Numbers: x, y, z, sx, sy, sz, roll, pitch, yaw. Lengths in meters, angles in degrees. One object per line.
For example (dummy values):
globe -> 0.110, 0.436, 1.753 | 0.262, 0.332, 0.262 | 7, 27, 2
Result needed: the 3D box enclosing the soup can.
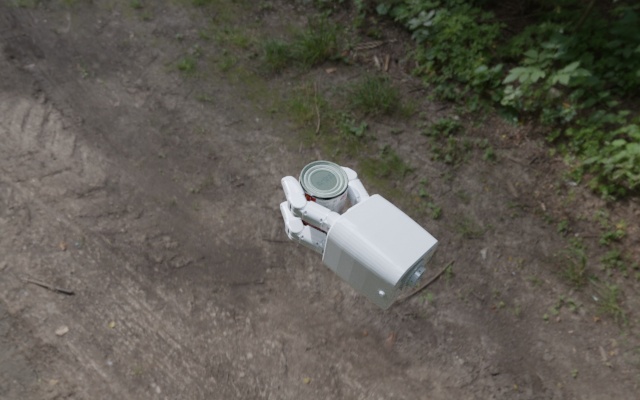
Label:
soup can -> 0.000, 0.002, 0.672 | 0.068, 0.068, 0.102 | 0, -38, -7
